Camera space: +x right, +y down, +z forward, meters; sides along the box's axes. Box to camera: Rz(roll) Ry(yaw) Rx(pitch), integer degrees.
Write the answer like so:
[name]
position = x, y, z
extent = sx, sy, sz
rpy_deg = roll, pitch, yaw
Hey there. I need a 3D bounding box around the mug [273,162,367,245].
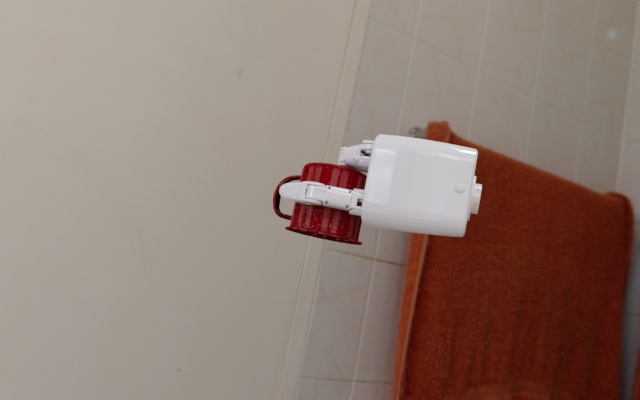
[mug]
position = -0.001, 0.001, 0.571
extent = 0.117, 0.081, 0.093
rpy_deg = 10, -8, 16
